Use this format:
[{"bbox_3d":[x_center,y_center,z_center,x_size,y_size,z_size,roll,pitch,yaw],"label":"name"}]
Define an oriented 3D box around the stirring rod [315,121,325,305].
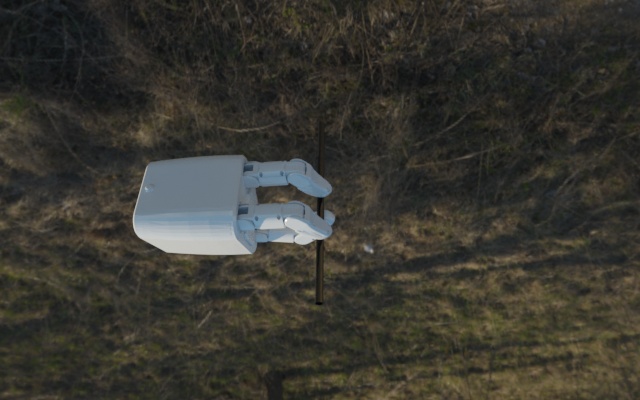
[{"bbox_3d":[0.000,0.002,0.534,0.011,0.239,0.011,0,-35,0],"label":"stirring rod"}]
